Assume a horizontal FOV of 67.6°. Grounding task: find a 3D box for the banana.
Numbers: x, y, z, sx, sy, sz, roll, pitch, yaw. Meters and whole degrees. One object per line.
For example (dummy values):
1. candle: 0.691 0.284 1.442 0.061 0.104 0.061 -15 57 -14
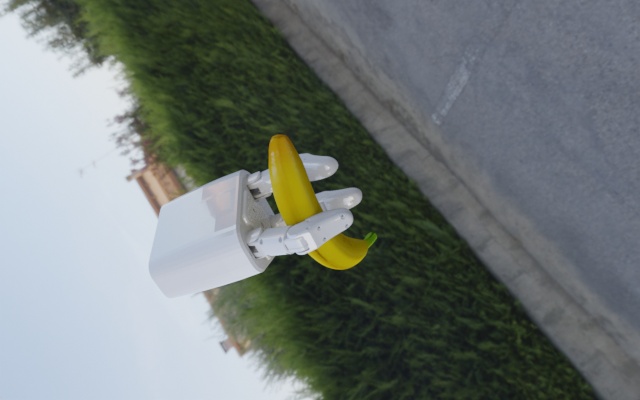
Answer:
1. banana: -0.002 0.019 0.472 0.037 0.069 0.198 -6 -35 30
